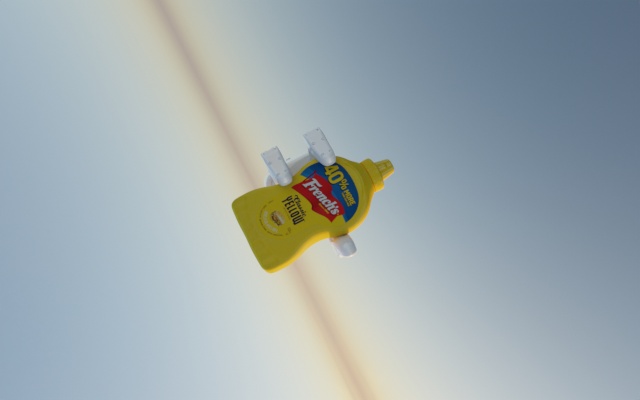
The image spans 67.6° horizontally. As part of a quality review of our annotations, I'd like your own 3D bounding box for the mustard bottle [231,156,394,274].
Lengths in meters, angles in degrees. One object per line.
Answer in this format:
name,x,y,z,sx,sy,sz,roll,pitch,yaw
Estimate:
mustard bottle,0.000,0.002,0.563,0.191,0.096,0.058,-27,-15,-6
